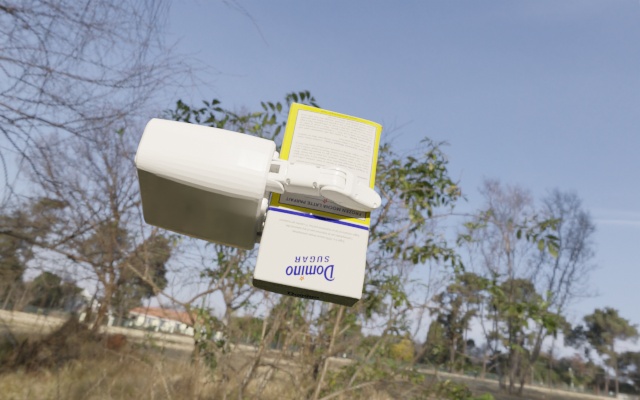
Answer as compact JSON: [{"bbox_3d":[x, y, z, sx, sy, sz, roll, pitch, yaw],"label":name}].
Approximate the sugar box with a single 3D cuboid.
[{"bbox_3d":[0.000,0.002,0.442,0.093,0.176,0.048,13,-22,-4],"label":"sugar box"}]
